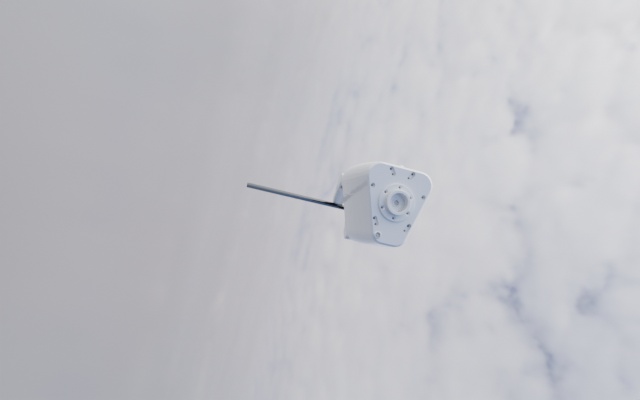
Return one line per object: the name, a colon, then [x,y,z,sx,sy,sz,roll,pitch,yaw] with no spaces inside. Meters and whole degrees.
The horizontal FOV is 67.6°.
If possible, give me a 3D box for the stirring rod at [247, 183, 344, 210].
stirring rod: [0.000,0.003,0.769,0.239,0.011,0.011,13,-3,-12]
